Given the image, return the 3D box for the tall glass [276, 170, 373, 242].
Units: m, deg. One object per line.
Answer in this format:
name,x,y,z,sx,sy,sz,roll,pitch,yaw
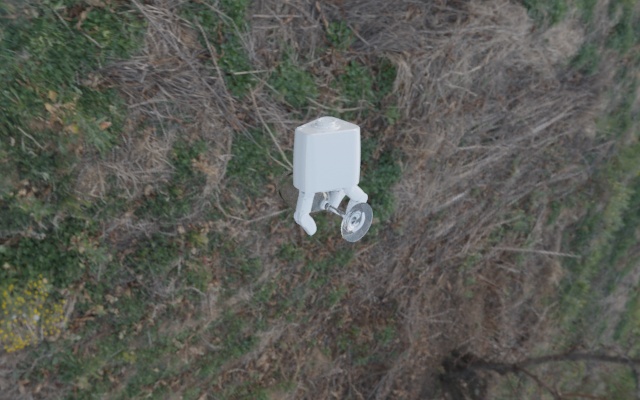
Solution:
tall glass,0.001,0.003,0.892,0.079,0.079,0.201,0,20,-43
